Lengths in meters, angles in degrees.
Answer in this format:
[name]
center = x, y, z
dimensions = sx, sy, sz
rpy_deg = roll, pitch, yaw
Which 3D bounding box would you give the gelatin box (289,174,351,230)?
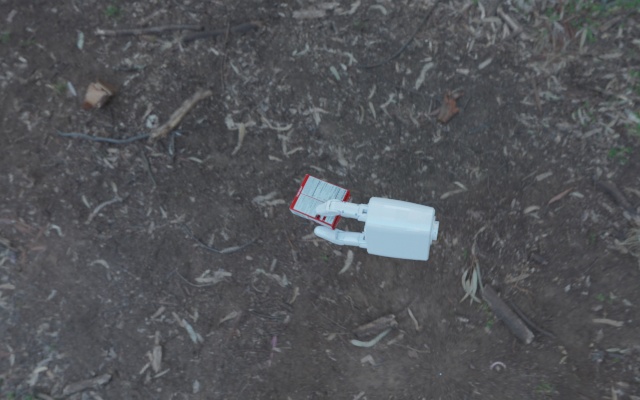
[gelatin box]
center = 0.000, 0.003, 0.858
dimensions = 0.089, 0.073, 0.030
rpy_deg = 22, -14, 16
